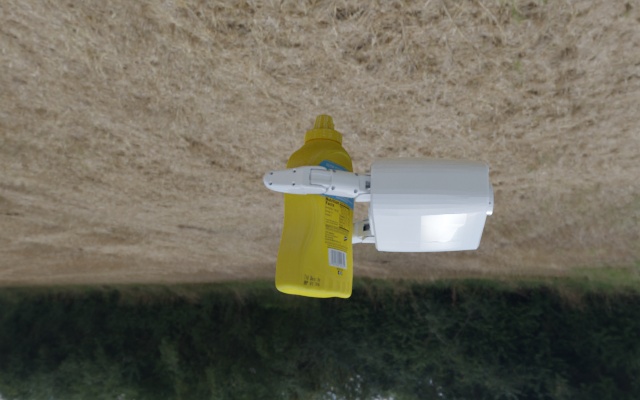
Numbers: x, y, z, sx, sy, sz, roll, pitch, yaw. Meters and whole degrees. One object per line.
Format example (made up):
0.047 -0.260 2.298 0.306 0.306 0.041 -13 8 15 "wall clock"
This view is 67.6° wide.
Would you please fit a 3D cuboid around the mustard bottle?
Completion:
0.000 0.002 0.498 0.058 0.191 0.096 -7 -18 35 "mustard bottle"
